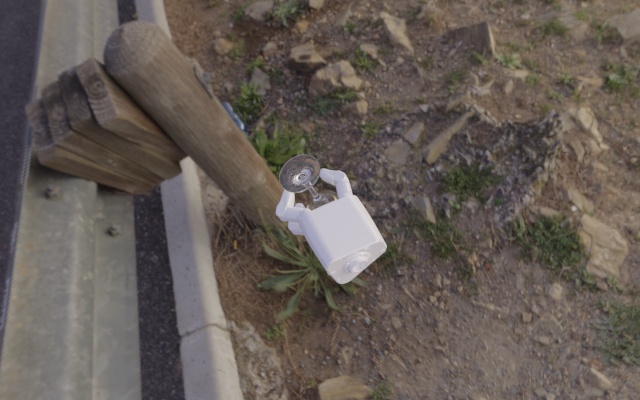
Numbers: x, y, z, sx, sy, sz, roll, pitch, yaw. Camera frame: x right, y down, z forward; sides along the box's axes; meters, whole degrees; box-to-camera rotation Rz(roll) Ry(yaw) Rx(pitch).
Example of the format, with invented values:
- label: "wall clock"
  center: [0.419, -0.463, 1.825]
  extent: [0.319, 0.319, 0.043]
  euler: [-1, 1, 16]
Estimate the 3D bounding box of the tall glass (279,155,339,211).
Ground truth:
- label: "tall glass"
  center: [0.000, 0.002, 0.869]
  extent: [0.079, 0.079, 0.201]
  euler: [0, -29, 23]
